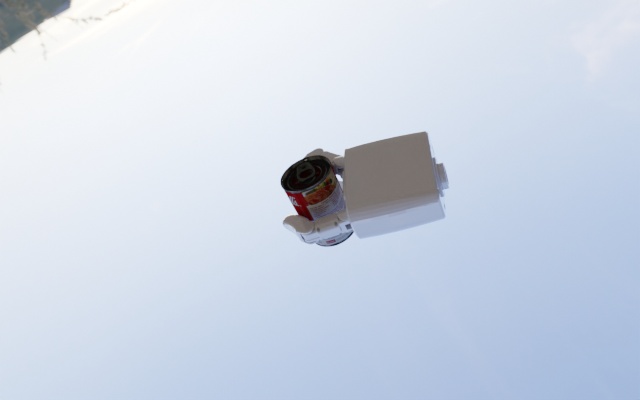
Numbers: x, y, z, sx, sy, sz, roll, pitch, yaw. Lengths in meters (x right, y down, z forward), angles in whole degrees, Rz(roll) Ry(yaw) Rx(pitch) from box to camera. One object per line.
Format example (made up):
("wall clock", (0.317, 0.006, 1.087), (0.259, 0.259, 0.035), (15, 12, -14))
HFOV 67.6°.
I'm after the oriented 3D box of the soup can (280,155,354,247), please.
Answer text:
("soup can", (0.000, 0.002, 0.615), (0.068, 0.102, 0.068), (-17, 38, 14))
